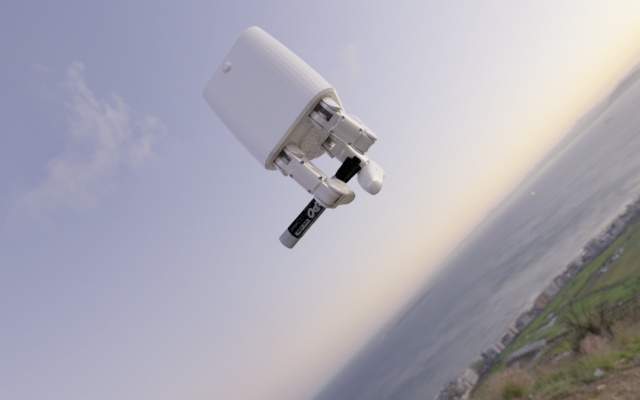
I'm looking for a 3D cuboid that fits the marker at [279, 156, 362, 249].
[{"bbox_3d":[0.000,0.002,0.497,0.020,0.121,0.020,37,16,-13],"label":"marker"}]
